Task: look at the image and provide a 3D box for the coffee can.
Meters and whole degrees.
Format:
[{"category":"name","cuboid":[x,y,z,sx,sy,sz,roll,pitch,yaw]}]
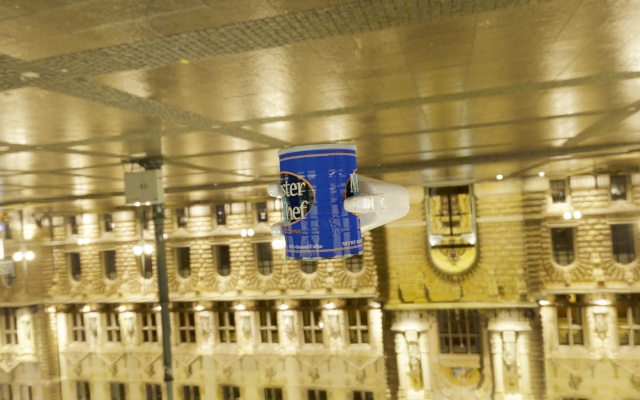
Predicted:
[{"category":"coffee can","cuboid":[0.000,0.002,0.621,0.103,0.140,0.103,-4,-1,0]}]
